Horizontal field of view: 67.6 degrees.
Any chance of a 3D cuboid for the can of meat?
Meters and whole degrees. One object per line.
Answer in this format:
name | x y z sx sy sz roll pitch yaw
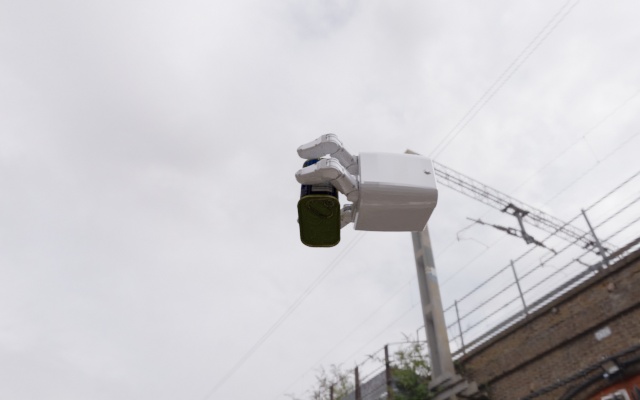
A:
can of meat | 0.000 0.002 0.673 0.057 0.102 0.083 0 45 3
